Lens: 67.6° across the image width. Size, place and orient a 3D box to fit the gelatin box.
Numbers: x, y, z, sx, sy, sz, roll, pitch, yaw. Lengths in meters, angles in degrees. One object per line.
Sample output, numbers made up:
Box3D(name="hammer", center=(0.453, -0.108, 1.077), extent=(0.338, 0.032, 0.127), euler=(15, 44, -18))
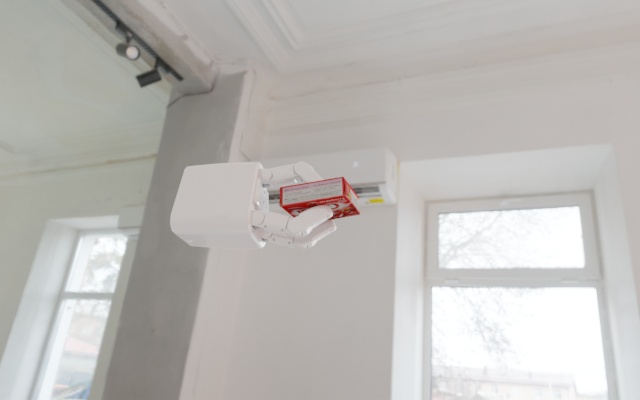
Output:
Box3D(name="gelatin box", center=(0.000, 0.002, 0.626), extent=(0.089, 0.030, 0.073), euler=(-10, -23, 17))
